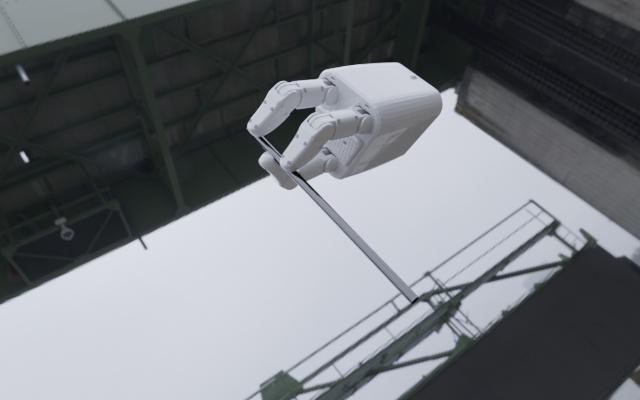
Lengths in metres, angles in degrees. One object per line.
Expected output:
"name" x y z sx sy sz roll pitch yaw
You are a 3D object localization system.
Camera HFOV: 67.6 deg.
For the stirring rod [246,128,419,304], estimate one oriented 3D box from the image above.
"stirring rod" 0.000 0.001 0.424 0.011 0.011 0.239 0 38 -50
